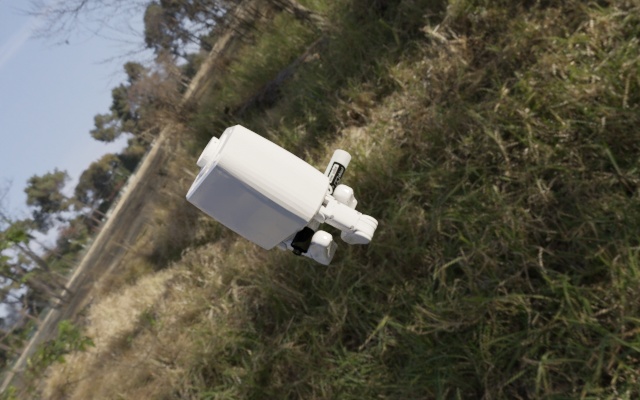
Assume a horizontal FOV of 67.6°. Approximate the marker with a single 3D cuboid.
[{"bbox_3d":[0.000,0.002,0.492,0.020,0.121,0.020,22,-20,9],"label":"marker"}]
